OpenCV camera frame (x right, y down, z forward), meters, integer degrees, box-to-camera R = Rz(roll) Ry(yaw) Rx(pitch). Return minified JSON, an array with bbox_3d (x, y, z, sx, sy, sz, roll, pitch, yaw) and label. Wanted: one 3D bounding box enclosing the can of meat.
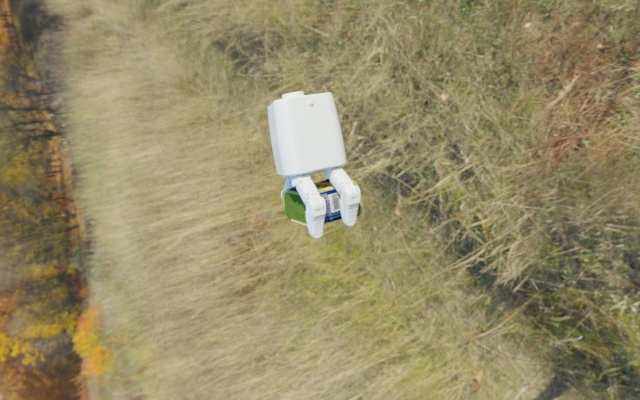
[{"bbox_3d":[0.000,0.003,0.726,0.084,0.057,0.102,-14,12,-28],"label":"can of meat"}]
